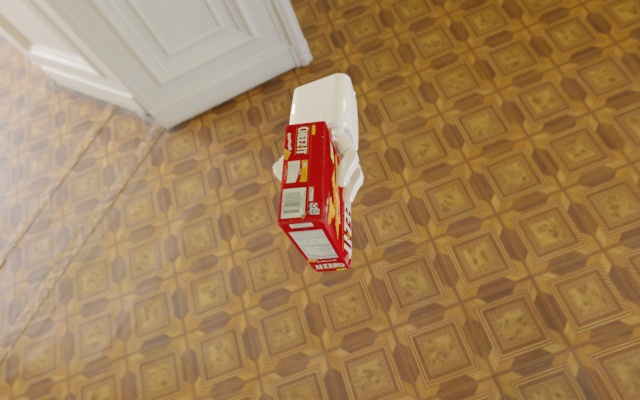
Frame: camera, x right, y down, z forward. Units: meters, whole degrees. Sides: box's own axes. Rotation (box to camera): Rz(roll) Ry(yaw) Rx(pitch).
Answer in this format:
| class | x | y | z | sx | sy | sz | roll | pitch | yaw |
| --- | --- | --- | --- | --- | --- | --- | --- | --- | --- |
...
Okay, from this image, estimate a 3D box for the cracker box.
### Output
| class | x | y | z | sx | sy | sz | roll | pitch | yaw |
| --- | --- | --- | --- | --- | --- | --- | --- | --- | --- |
| cracker box | 0.000 | 0.002 | 0.760 | 0.072 | 0.164 | 0.214 | -4 | -27 | 13 |
